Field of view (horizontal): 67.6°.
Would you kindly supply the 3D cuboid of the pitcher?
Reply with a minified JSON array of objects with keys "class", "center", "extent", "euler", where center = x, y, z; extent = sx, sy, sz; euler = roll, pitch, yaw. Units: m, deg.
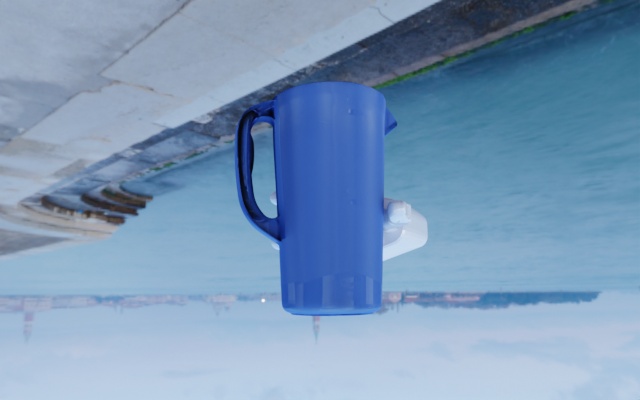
[{"class":"pitcher","center":[0.000,0.002,0.530],"extent":[0.149,0.242,0.145],"euler":[-6,-12,28]}]
